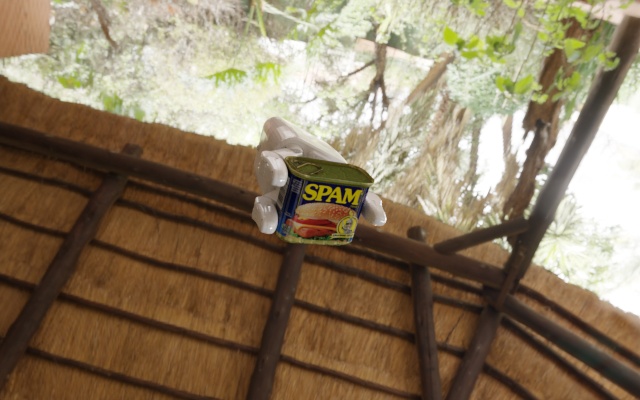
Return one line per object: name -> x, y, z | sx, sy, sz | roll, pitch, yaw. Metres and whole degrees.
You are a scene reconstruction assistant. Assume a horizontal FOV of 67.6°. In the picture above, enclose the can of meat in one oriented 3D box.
can of meat -> 0.000, 0.002, 0.547 | 0.102, 0.084, 0.057 | 6, 24, -25
